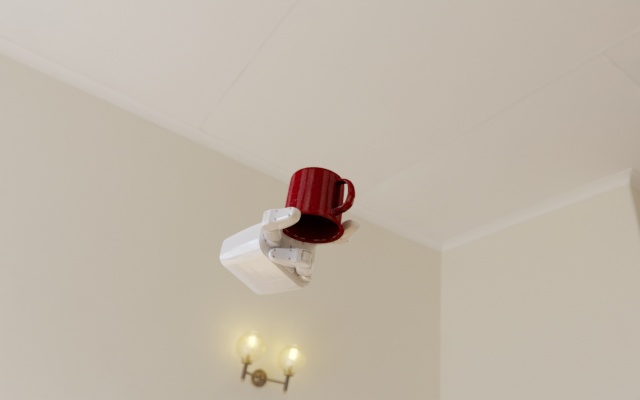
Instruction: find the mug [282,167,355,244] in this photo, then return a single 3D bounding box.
[{"bbox_3d":[0.001,0.002,0.678,0.117,0.081,0.093,-21,-41,39],"label":"mug"}]
